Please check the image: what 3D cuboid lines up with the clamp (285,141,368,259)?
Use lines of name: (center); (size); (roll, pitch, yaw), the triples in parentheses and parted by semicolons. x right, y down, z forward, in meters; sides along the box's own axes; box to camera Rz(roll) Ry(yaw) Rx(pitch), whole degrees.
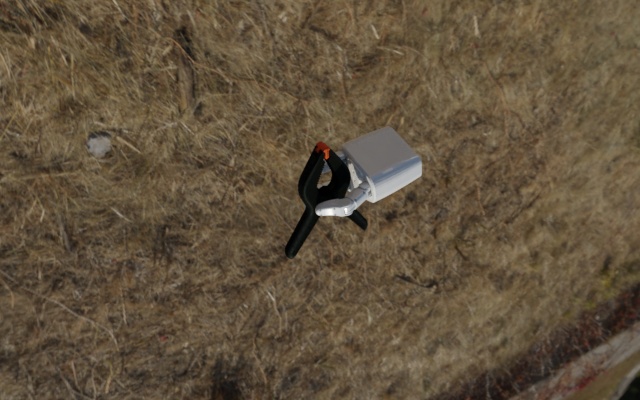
clamp: (0.001, 0.003, 0.801); (0.164, 0.210, 0.036); (-26, 41, -17)
